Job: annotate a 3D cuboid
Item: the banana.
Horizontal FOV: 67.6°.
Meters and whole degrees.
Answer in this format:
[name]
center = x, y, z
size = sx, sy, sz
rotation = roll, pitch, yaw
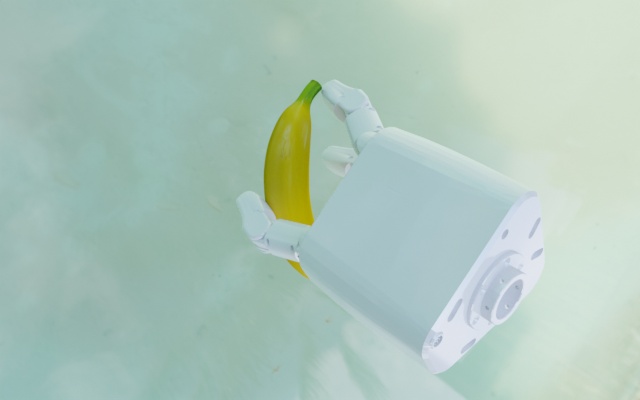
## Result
[banana]
center = -0.015, 0.005, 0.404
size = 0.069, 0.198, 0.037
rotation = -25, 37, -31
